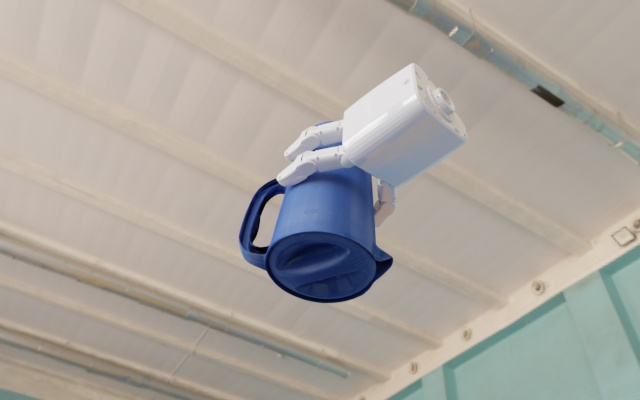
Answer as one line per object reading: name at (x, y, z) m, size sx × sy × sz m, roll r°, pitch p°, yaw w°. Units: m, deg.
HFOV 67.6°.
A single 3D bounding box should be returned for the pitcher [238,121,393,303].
pitcher at (0.000, 0.002, 0.638) m, size 0.149 × 0.242 × 0.145 m, roll 36°, pitch -53°, yaw -25°
